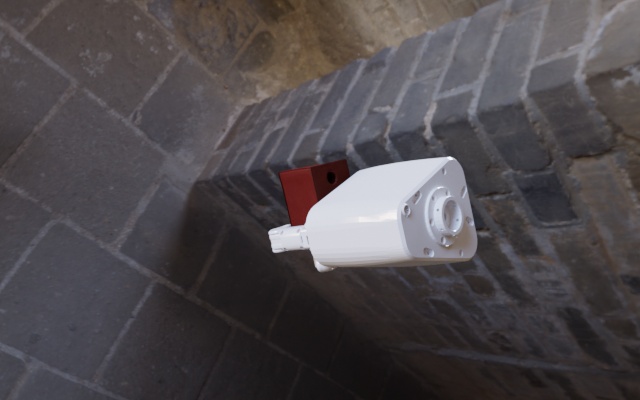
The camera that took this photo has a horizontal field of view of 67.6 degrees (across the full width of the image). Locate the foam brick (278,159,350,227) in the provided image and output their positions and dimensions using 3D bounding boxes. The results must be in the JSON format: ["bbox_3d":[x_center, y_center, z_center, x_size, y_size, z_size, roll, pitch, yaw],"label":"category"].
[{"bbox_3d":[0.000,0.001,0.483,0.053,0.078,0.051,-17,5,-41],"label":"foam brick"}]
